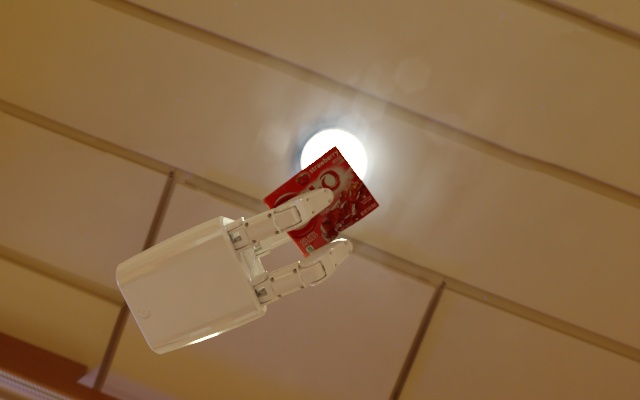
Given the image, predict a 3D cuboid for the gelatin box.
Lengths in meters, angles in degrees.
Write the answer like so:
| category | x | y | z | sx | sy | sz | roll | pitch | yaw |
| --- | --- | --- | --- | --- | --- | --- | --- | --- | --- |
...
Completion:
| category | x | y | z | sx | sy | sz | roll | pitch | yaw |
| --- | --- | --- | --- | --- | --- | --- | --- | --- | --- |
| gelatin box | 0.000 | 0.001 | 0.465 | 0.089 | 0.073 | 0.030 | -36 | 4 | -3 |
